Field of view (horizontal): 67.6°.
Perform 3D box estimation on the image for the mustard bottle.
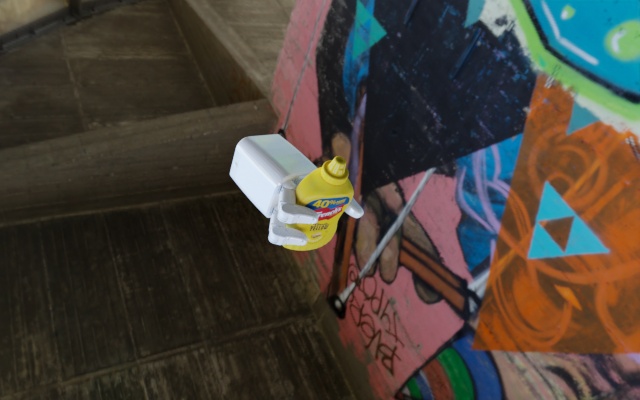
[{"bbox_3d":[0.000,0.003,0.759,0.096,0.058,0.192,-4,-39,-26],"label":"mustard bottle"}]
